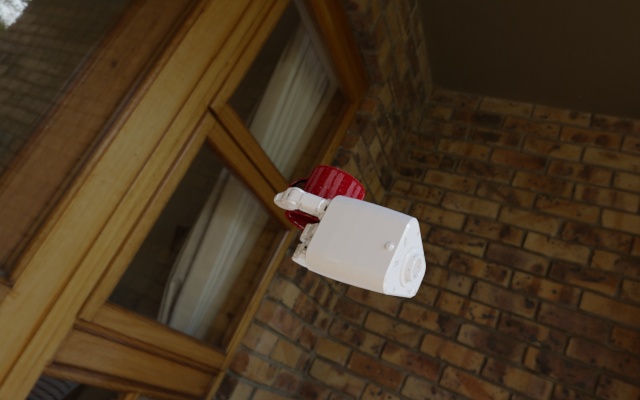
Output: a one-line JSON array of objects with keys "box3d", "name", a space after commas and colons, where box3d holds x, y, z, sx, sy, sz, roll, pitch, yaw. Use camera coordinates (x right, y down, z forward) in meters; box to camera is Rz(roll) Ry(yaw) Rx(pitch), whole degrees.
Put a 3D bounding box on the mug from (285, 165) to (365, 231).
[{"box3d": [-0.001, 0.002, 0.667, 0.117, 0.081, 0.093, 17, -20, 31], "name": "mug"}]
